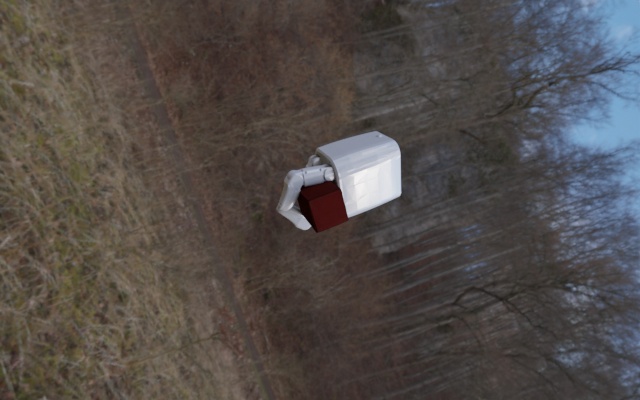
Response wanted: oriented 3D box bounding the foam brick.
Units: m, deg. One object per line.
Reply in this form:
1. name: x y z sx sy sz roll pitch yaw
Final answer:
1. foam brick: 0.000 0.002 0.692 0.051 0.053 0.078 -19 25 -12
